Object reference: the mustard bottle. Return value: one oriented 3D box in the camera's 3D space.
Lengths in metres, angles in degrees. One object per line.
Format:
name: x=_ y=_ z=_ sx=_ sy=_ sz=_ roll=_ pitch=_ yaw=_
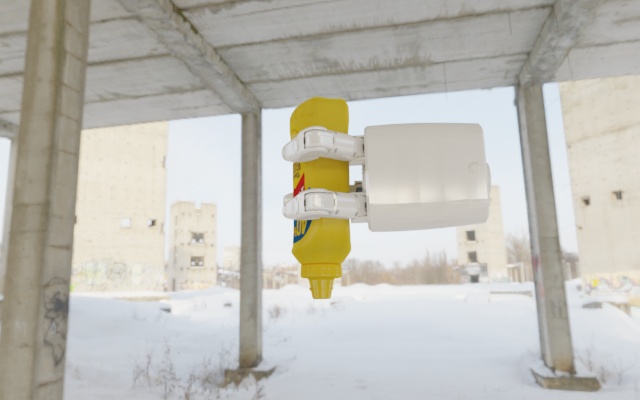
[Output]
mustard bottle: x=0.000 y=0.001 z=0.480 sx=0.058 sy=0.191 sz=0.096 roll=2 pitch=-11 yaw=-17
